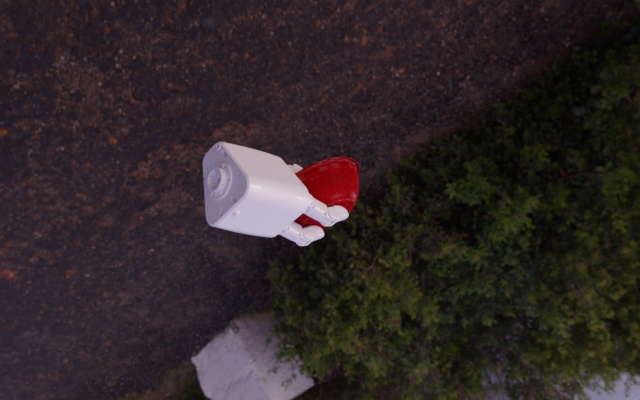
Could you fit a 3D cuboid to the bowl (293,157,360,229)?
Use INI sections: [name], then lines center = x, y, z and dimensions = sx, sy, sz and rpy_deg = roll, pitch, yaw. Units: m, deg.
[bowl]
center = 0.001, 0.003, 0.743
dimensions = 0.162, 0.055, 0.162
rpy_deg = -24, -22, -10
